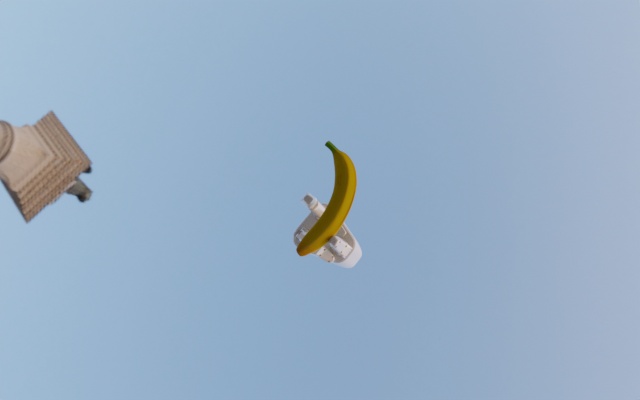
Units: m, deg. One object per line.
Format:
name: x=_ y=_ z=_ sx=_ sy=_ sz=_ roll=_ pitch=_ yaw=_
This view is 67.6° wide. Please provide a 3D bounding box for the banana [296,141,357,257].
banana: x=0.018 y=0.003 z=0.783 sx=0.069 sy=0.197 sz=0.037 roll=12 pitch=-12 yaw=17
